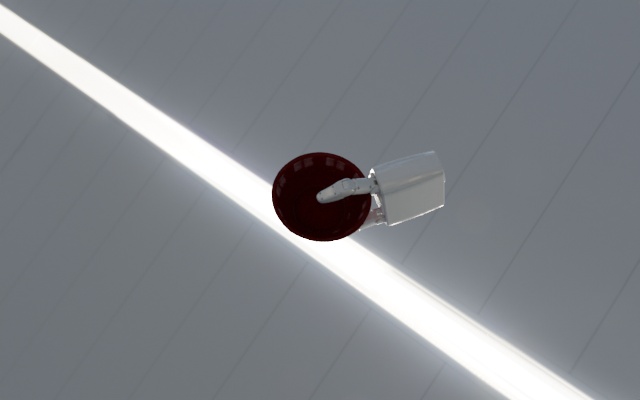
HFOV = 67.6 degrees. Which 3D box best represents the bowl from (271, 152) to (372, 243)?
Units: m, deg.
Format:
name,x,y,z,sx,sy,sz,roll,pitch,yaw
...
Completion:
name,x,y,z,sx,sy,sz,roll,pitch,yaw
bowl,-0.001,0.003,0.786,0.162,0.162,0.055,0,-26,-5
